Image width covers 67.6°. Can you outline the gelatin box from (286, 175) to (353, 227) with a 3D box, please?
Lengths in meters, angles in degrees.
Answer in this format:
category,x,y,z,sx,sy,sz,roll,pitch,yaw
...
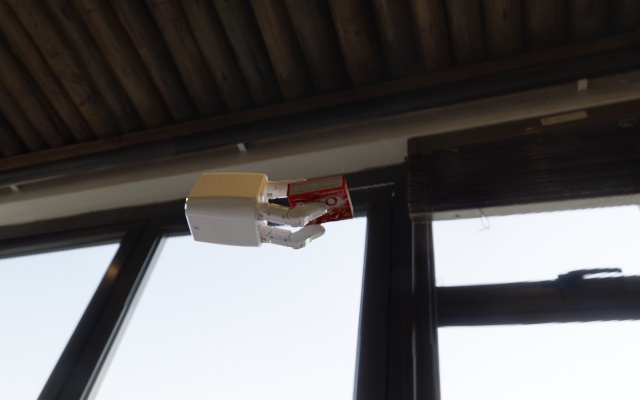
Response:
category,x,y,z,sx,sy,sz,roll,pitch,yaw
gelatin box,0.000,0.002,0.726,0.089,0.030,0.073,-9,-45,9
